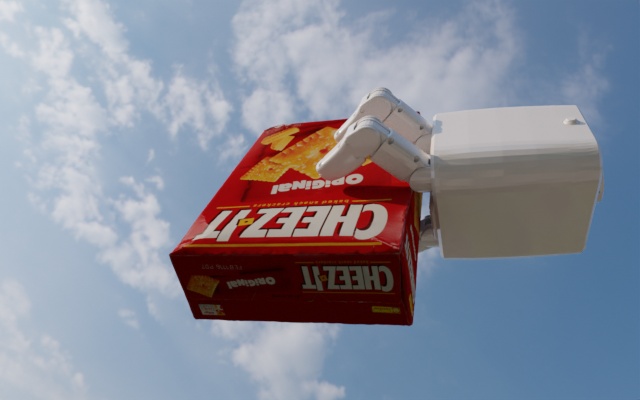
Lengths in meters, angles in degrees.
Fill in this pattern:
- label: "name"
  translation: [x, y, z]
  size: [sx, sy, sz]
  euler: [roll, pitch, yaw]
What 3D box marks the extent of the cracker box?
- label: "cracker box"
  translation: [0.000, 0.001, 0.402]
  size: [0.164, 0.072, 0.213]
  euler: [-3, 31, 17]
